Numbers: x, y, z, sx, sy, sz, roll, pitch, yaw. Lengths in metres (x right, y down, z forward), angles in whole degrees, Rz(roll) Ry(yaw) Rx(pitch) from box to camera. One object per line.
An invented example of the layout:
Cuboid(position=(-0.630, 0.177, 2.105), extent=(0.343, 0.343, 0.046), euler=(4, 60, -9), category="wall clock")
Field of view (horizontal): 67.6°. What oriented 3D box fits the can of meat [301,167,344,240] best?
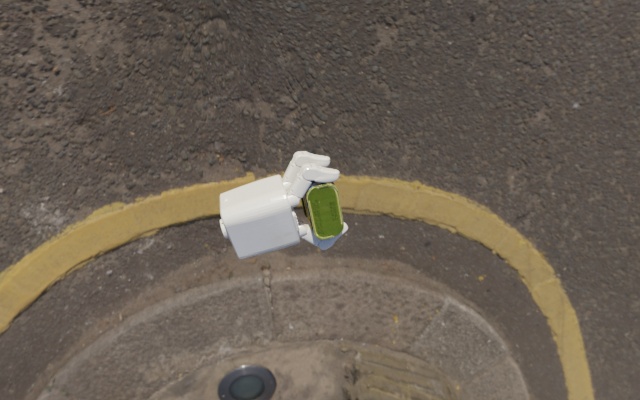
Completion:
Cuboid(position=(0.000, 0.003, 0.788), extent=(0.057, 0.102, 0.084), euler=(-15, 27, -6), category="can of meat")
